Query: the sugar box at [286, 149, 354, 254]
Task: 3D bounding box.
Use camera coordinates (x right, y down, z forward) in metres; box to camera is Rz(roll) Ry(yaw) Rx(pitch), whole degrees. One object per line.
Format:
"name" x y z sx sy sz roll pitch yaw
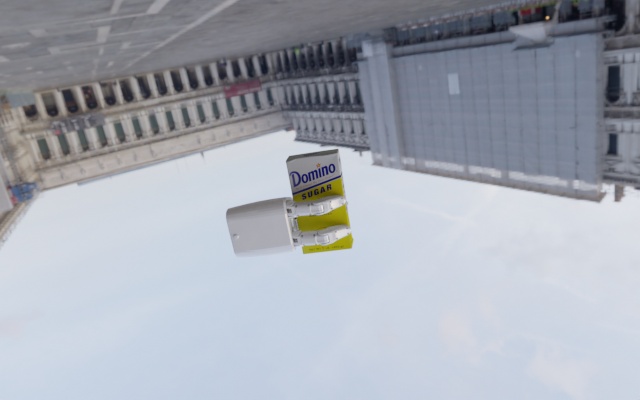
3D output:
"sugar box" 0.000 0.003 0.846 0.093 0.176 0.048 -8 18 8
